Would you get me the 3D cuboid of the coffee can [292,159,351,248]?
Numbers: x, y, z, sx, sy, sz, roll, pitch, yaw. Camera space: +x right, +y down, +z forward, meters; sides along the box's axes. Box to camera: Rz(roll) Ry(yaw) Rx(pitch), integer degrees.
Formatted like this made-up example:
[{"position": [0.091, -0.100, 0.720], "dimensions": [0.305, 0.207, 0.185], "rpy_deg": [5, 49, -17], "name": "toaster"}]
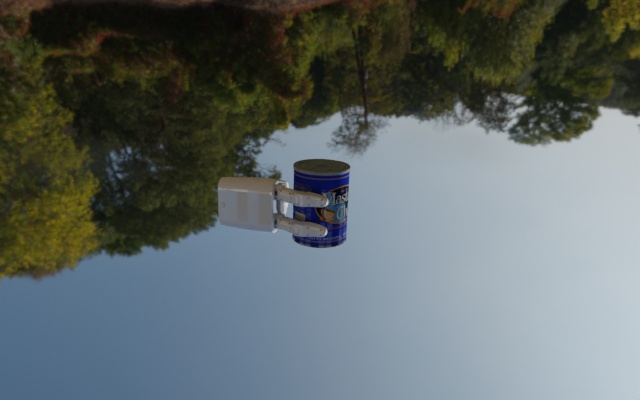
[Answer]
[{"position": [0.000, 0.003, 0.874], "dimensions": [0.103, 0.140, 0.102], "rpy_deg": [2, 17, -1], "name": "coffee can"}]
